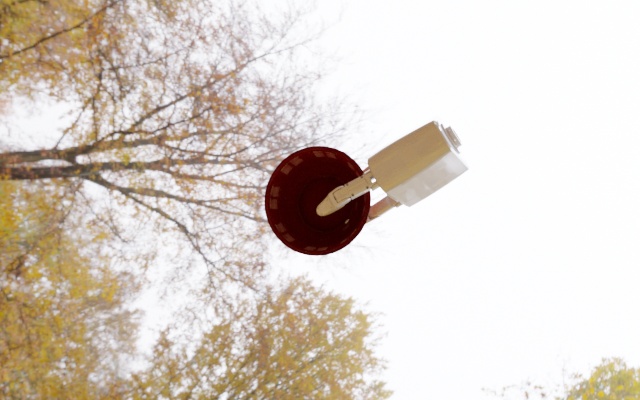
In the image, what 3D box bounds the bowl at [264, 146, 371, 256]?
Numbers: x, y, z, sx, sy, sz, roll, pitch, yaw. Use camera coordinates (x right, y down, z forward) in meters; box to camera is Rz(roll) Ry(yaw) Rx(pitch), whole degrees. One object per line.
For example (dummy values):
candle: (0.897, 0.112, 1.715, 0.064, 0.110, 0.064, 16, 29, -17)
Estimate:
bowl: (-0.001, 0.003, 0.718, 0.162, 0.162, 0.055, 0, -6, 15)
